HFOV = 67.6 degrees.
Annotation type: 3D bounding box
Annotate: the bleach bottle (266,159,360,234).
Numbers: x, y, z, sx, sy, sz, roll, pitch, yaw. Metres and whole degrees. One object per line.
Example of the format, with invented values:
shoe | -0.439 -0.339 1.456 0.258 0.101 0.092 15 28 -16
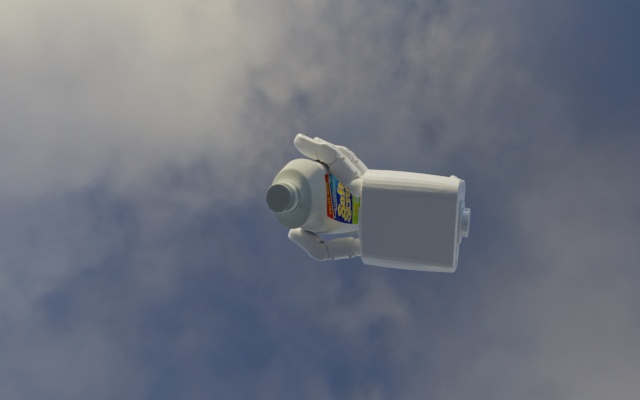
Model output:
bleach bottle | 0.000 0.002 0.594 0.068 0.102 0.251 5 4 20
